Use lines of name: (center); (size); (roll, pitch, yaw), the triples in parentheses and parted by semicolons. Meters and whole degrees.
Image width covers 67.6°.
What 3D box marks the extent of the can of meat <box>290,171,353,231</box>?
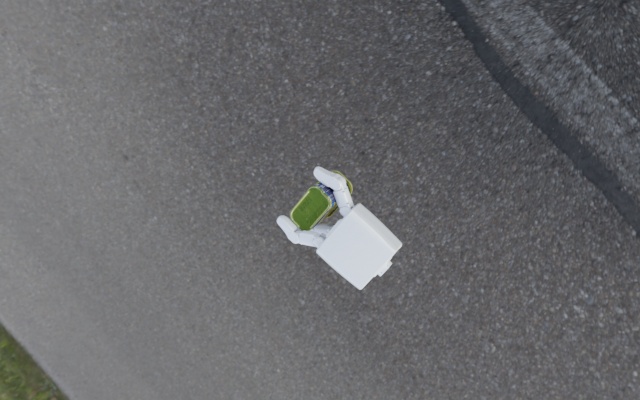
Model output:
can of meat: (0.000, 0.003, 0.879); (0.102, 0.057, 0.084); (-50, -8, 36)
